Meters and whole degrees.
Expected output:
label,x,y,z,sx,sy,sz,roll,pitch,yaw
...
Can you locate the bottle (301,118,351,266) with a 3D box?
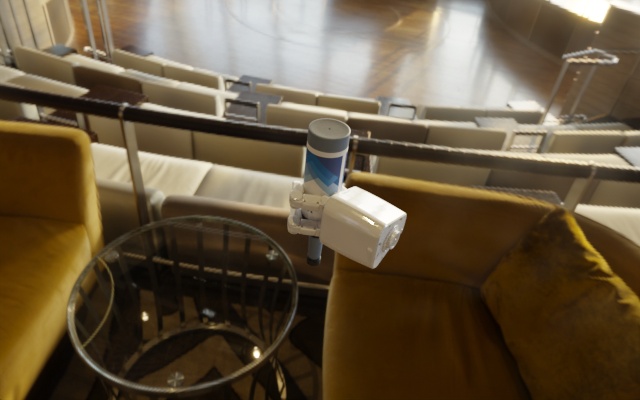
label,x,y,z,sx,sy,sz,roll,pitch,yaw
bottle,0.000,0.002,0.837,0.069,0.296,0.069,4,38,-3
